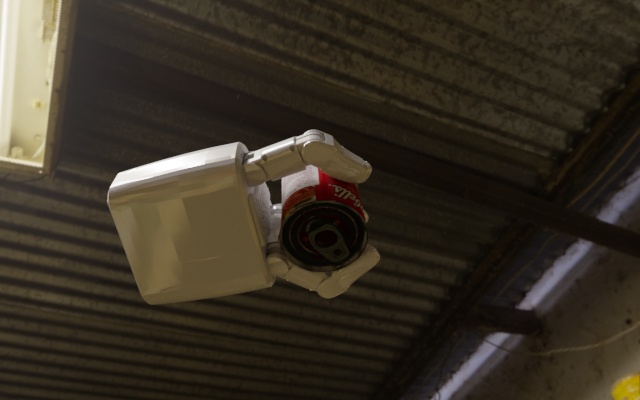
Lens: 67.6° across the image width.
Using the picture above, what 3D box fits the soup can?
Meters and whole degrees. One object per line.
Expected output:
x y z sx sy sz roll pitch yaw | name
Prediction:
0.001 0.001 0.401 0.068 0.068 0.102 0 34 -3 | soup can
